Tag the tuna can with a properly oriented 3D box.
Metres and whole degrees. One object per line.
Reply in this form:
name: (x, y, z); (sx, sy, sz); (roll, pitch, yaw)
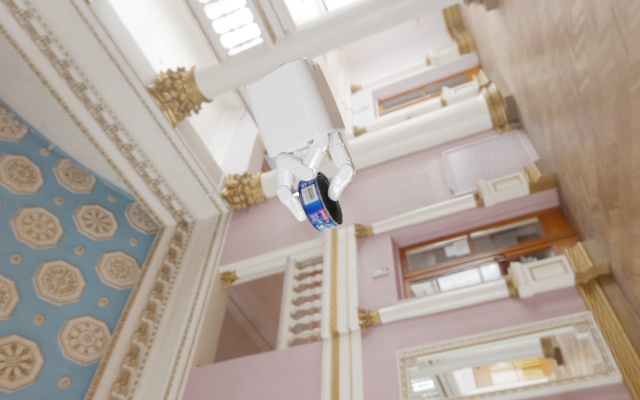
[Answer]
tuna can: (0.000, 0.003, 0.713); (0.034, 0.086, 0.086); (-23, -7, 16)
